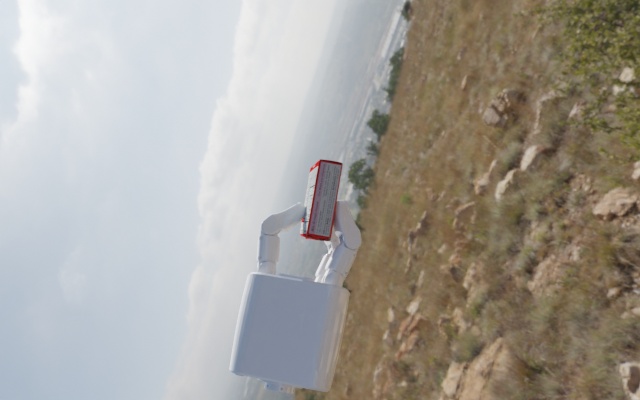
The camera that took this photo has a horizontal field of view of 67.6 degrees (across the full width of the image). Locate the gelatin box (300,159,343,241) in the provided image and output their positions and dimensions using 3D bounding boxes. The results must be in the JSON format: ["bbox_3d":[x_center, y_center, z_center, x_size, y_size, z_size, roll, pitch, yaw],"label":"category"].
[{"bbox_3d":[0.000,0.001,0.554,0.030,0.089,0.073,9,-5,-8],"label":"gelatin box"}]
